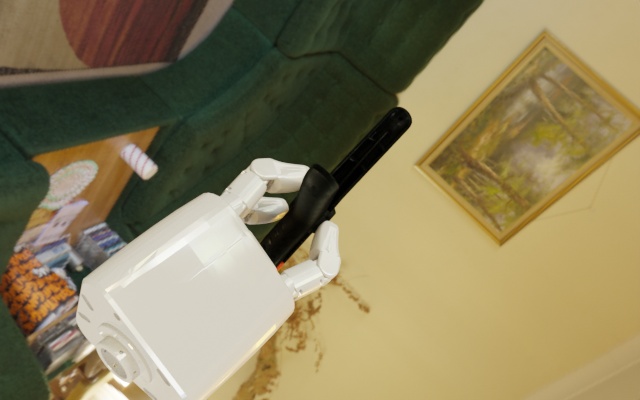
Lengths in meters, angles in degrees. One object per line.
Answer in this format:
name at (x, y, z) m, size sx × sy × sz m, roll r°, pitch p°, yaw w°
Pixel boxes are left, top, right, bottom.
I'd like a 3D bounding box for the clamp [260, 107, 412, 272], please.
clamp at (0.000, 0.002, 0.449) m, size 0.164 × 0.036 × 0.210 m, roll -40°, pitch -8°, yaw -43°
